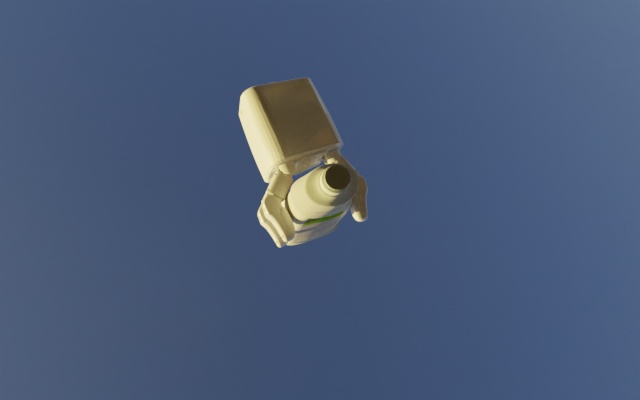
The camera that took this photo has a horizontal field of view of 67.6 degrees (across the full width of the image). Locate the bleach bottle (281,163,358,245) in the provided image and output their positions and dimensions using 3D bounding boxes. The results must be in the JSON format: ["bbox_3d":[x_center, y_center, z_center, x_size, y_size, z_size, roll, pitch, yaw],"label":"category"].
[{"bbox_3d":[0.000,0.002,0.623,0.102,0.068,0.251,-21,-8,-16],"label":"bleach bottle"}]
